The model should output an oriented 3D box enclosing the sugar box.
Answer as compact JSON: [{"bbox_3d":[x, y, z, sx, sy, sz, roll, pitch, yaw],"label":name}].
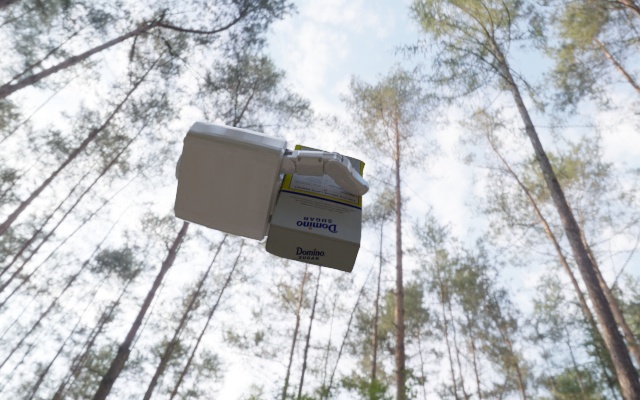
[{"bbox_3d":[0.000,0.002,0.540,0.093,0.048,0.176,13,36,-1],"label":"sugar box"}]
